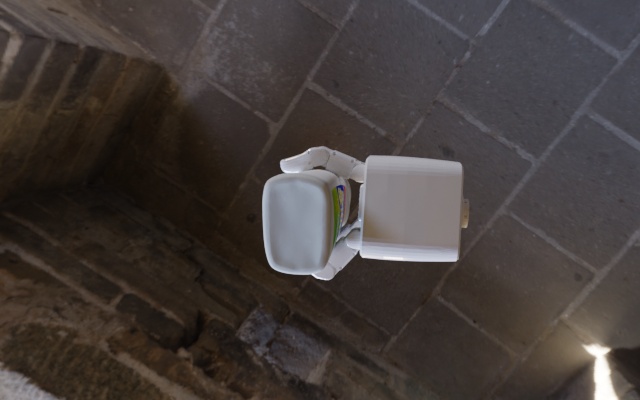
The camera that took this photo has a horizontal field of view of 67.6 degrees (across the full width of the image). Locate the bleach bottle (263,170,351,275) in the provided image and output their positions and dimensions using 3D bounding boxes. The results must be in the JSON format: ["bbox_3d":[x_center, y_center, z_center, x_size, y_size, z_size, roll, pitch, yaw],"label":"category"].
[{"bbox_3d":[0.000,0.002,0.568,0.068,0.102,0.250,3,12,11],"label":"bleach bottle"}]
